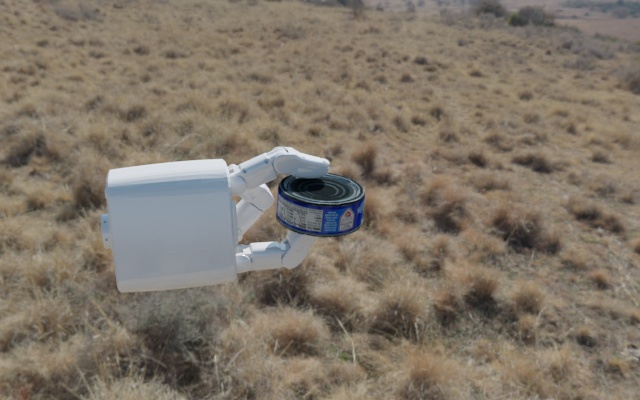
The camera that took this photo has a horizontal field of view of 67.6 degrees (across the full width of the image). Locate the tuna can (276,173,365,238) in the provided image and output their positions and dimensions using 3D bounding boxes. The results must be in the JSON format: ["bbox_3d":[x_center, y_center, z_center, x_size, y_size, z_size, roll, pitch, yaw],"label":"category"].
[{"bbox_3d":[0.000,0.001,0.464,0.086,0.034,0.086,5,23,-2],"label":"tuna can"}]
